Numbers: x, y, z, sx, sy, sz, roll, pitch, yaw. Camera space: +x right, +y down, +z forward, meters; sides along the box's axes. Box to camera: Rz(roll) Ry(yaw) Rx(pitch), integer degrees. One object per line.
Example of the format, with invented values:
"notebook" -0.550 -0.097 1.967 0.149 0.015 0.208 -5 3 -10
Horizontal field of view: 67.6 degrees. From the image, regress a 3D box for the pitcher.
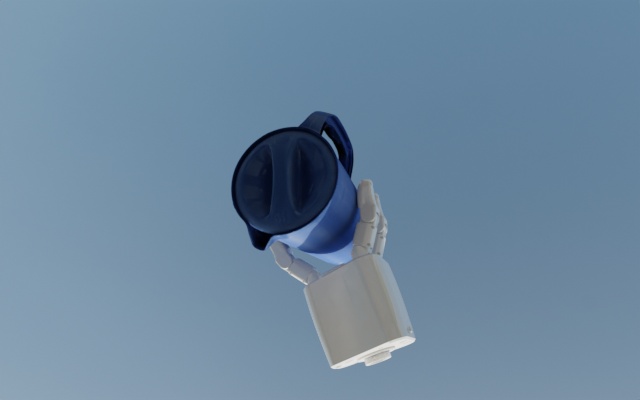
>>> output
"pitcher" 0.000 0.002 0.645 0.149 0.145 0.243 -26 -25 10
